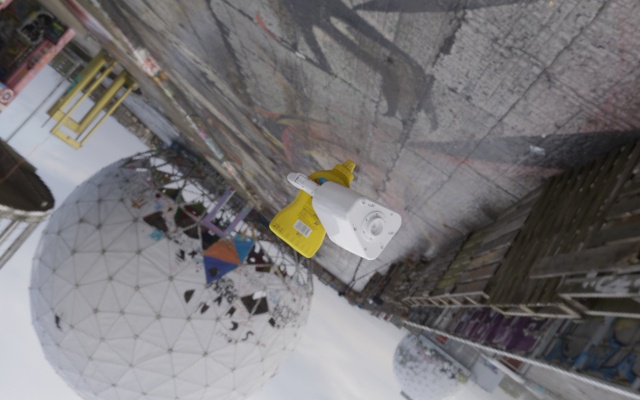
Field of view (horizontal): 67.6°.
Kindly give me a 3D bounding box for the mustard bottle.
[{"bbox_3d":[0.000,0.003,0.874,0.096,0.191,0.058,39,-8,-8],"label":"mustard bottle"}]
